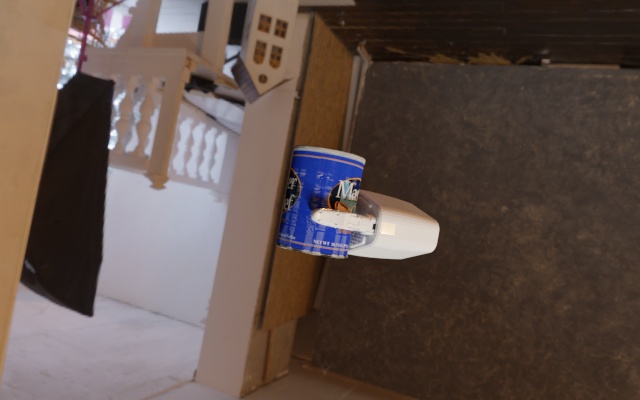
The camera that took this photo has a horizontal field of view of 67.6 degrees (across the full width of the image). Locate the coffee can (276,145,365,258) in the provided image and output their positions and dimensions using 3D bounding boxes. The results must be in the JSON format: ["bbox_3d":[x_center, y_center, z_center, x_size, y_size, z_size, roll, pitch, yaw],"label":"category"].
[{"bbox_3d":[0.000,0.002,0.670,0.103,0.140,0.103,10,-1,0],"label":"coffee can"}]
